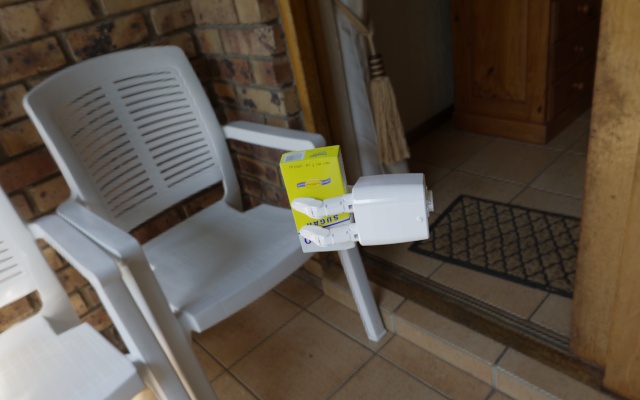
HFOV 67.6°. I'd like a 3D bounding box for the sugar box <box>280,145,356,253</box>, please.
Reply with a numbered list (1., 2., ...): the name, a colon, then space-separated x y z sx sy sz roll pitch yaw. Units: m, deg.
1. sugar box: 0.000 0.003 0.771 0.093 0.176 0.048 -6 30 12
